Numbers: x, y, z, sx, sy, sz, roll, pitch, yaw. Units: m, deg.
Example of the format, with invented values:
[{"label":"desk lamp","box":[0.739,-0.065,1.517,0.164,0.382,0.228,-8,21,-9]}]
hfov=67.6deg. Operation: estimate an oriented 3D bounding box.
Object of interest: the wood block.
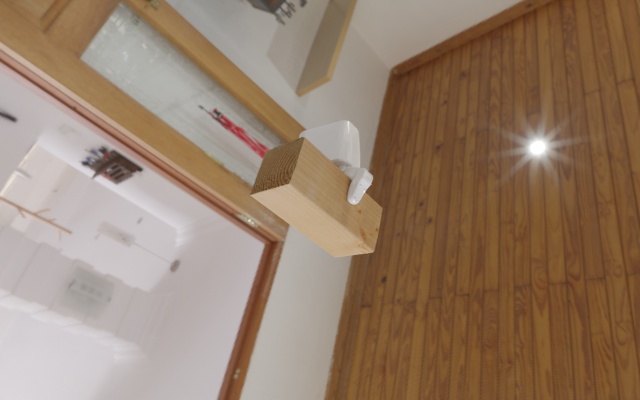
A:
[{"label":"wood block","box":[0.001,0.002,0.772,0.091,0.090,0.206,-15,-42,41]}]
